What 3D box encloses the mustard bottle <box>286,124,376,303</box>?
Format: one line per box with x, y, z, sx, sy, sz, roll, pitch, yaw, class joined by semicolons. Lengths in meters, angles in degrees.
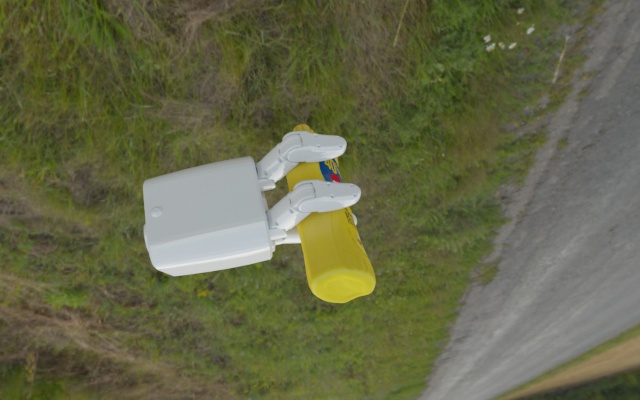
0.000;0.002;0.484;0.058;0.191;0.096;-23;-29;13;mustard bottle
